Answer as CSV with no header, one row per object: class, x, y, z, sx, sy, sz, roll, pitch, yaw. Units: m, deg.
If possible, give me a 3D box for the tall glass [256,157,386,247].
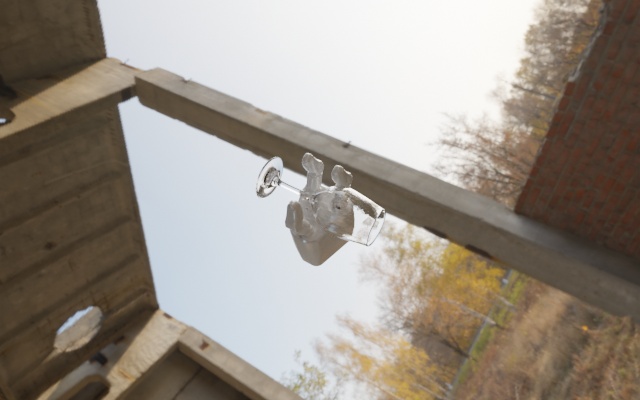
tall glass,-0.001,0.002,0.752,0.201,0.079,0.079,25,9,21
